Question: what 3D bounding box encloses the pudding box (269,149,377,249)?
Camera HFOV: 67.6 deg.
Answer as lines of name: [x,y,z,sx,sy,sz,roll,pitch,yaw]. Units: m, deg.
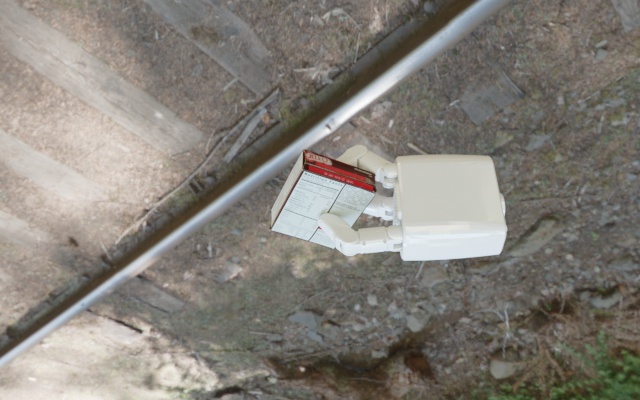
pudding box: [0.000,0.002,0.553,0.090,0.039,0.113,18,-48,-16]
